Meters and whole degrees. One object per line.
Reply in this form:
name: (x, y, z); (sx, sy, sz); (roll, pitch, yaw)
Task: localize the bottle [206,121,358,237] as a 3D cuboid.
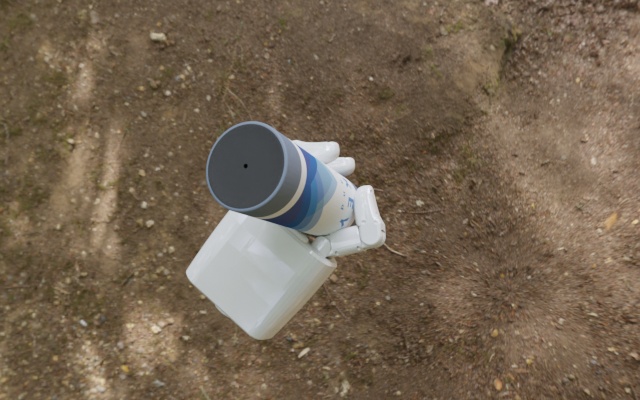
bottle: (0.000, 0.001, 0.471); (0.069, 0.069, 0.296); (0, -10, 22)
